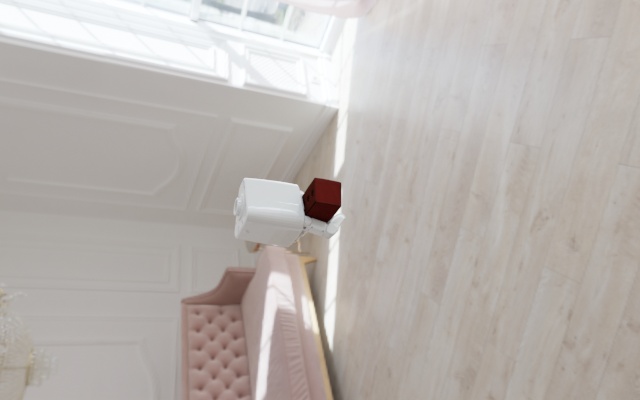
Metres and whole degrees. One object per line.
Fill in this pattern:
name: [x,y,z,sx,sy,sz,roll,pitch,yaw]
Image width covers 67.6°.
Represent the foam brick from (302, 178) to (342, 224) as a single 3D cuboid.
foam brick: [0.000,0.003,0.870,0.051,0.053,0.078,12,-34,-18]
